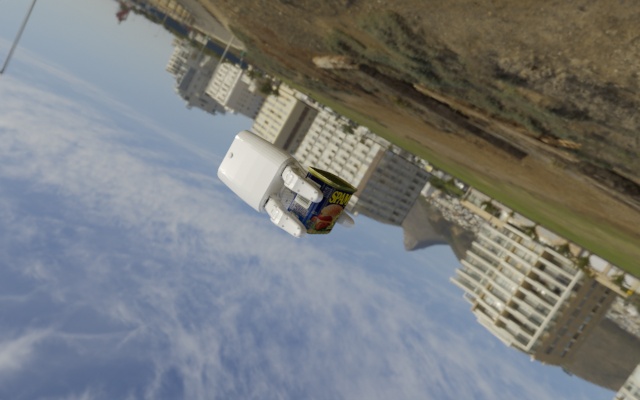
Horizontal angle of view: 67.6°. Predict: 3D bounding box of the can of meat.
[{"bbox_3d":[0.000,0.003,0.716,0.057,0.084,0.102,34,10,23],"label":"can of meat"}]
